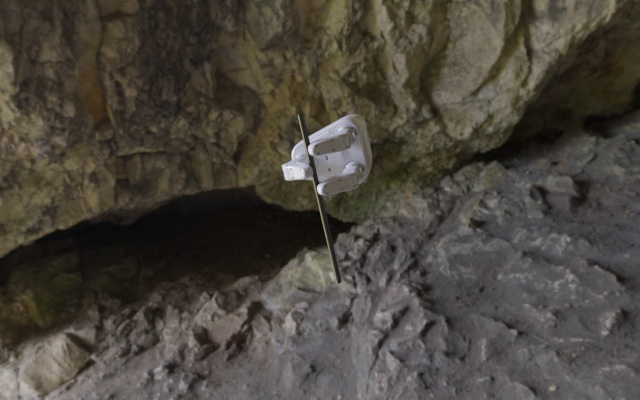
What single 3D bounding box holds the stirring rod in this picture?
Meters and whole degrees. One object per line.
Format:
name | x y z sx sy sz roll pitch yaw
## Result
stirring rod | 0.000 0.002 0.646 0.011 0.239 0.011 -12 14 3
